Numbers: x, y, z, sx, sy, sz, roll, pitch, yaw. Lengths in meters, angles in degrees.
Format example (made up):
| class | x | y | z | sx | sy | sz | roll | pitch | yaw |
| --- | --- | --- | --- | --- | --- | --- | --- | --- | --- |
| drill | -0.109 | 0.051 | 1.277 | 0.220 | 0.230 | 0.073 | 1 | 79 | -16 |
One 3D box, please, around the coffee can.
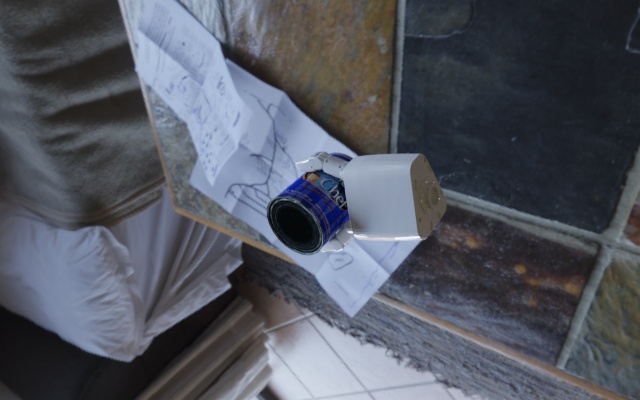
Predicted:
| class | x | y | z | sx | sy | sz | roll | pitch | yaw |
| --- | --- | --- | --- | --- | --- | --- | --- | --- | --- |
| coffee can | 0.000 | 0.002 | 0.735 | 0.103 | 0.103 | 0.140 | 0 | 31 | 40 |
